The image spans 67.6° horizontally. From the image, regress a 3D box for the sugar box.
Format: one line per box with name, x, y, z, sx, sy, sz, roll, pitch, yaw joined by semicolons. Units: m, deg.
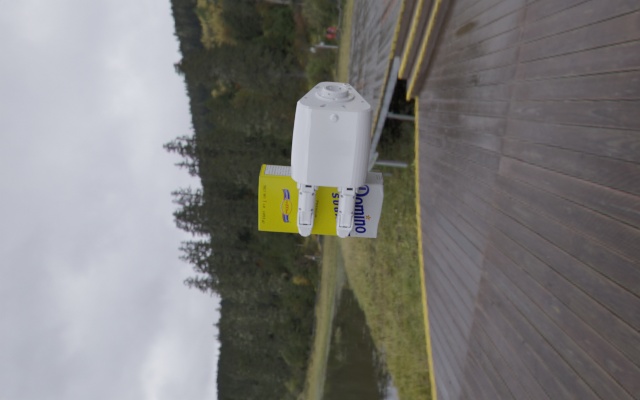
sugar box;0.000;0.002;0.695;0.176;0.093;0.048;4;30;0
